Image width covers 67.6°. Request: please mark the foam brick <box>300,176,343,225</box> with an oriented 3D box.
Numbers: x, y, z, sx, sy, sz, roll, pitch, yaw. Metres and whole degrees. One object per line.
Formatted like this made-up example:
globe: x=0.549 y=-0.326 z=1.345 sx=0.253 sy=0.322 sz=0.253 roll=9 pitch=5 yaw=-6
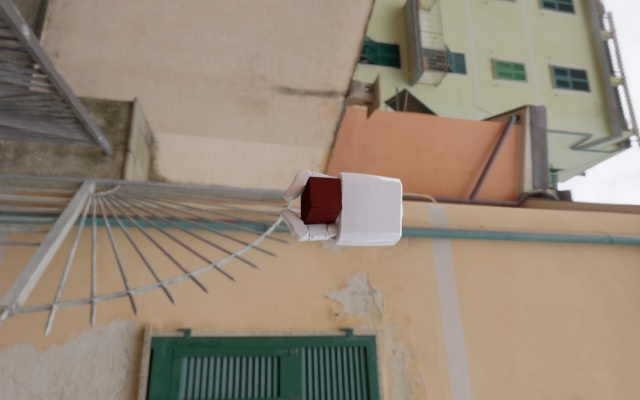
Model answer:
foam brick: x=0.000 y=0.002 z=0.747 sx=0.051 sy=0.053 sz=0.078 roll=4 pitch=-23 yaw=-11
